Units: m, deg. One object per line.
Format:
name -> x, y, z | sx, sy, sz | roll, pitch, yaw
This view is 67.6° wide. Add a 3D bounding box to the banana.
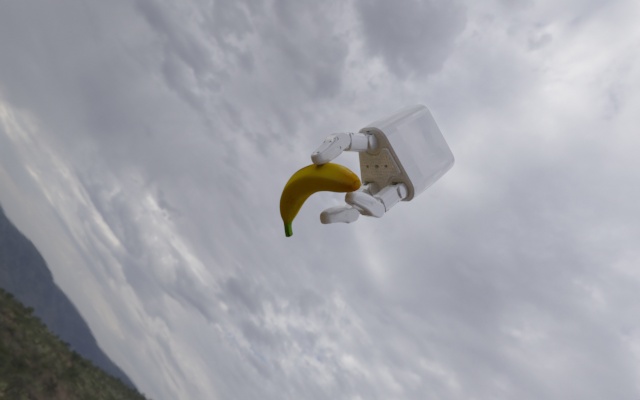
banana -> -0.011, -0.013, 0.635 | 0.037, 0.069, 0.198 | -28, -6, -34
